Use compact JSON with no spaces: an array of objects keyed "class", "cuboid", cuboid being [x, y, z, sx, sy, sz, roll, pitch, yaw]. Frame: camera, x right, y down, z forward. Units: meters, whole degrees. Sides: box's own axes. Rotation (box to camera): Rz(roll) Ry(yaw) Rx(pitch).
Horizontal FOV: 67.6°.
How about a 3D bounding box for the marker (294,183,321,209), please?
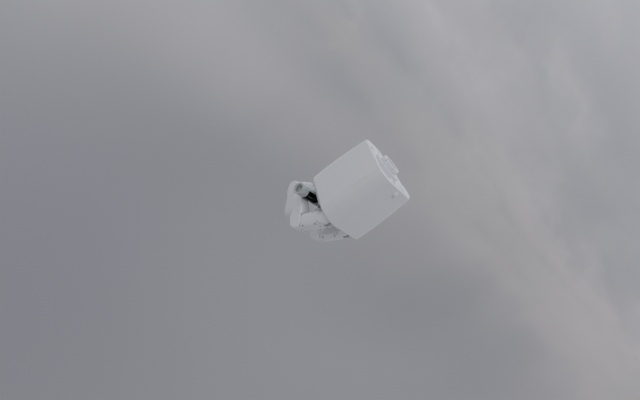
[{"class":"marker","cuboid":[0.000,0.003,0.756,0.020,0.020,0.121,0,-21,35]}]
